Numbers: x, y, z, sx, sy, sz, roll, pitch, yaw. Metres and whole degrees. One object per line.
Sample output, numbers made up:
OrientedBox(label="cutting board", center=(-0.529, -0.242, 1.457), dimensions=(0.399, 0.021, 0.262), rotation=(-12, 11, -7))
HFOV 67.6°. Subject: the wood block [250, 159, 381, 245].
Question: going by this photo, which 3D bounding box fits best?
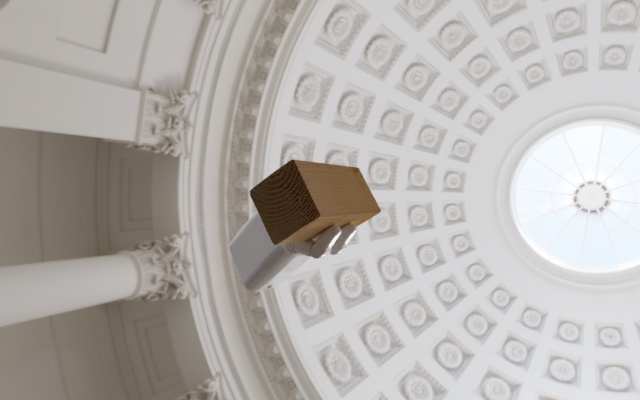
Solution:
OrientedBox(label="wood block", center=(0.000, 0.002, 0.738), dimensions=(0.090, 0.090, 0.206), rotation=(-34, -15, 25))
